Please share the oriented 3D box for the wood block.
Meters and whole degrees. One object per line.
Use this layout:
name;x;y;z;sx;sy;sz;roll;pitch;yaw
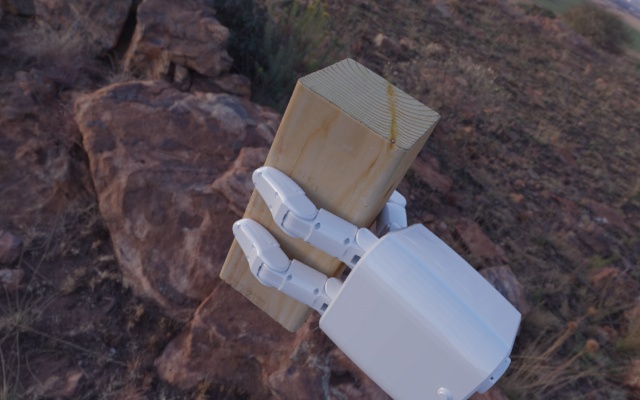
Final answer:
wood block;0.001;0.001;0.401;0.090;0.206;0.090;35;36;10
